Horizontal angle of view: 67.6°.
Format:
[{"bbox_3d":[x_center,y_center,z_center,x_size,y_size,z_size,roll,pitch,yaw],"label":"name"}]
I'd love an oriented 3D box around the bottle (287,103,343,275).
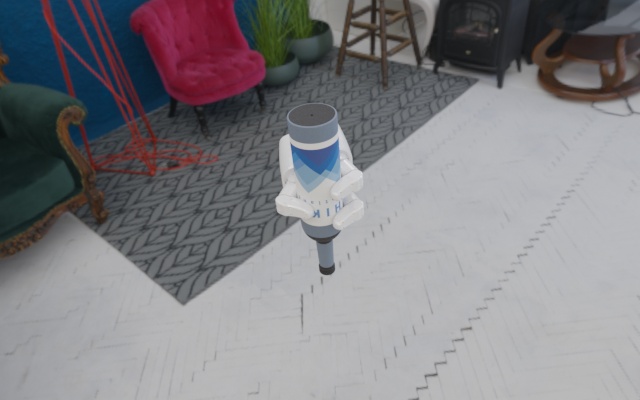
[{"bbox_3d":[0.000,0.002,0.715,0.069,0.296,0.069,-3,39,3],"label":"bottle"}]
